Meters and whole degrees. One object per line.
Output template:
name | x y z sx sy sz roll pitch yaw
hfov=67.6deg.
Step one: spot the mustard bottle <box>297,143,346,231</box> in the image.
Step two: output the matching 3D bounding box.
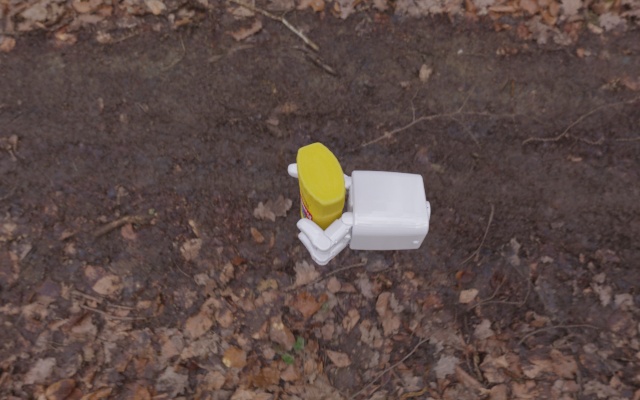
mustard bottle | 0.000 0.002 0.711 0.058 0.096 0.192 -21 -23 -10
